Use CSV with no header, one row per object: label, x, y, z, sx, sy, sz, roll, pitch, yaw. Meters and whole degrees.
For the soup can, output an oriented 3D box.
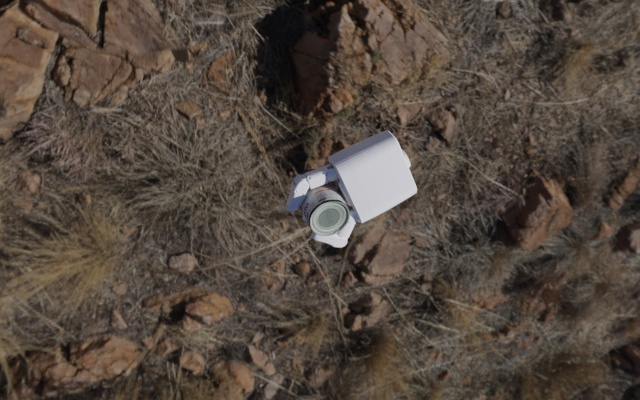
soup can,0.000,0.003,0.767,0.068,0.068,0.102,0,31,-20
